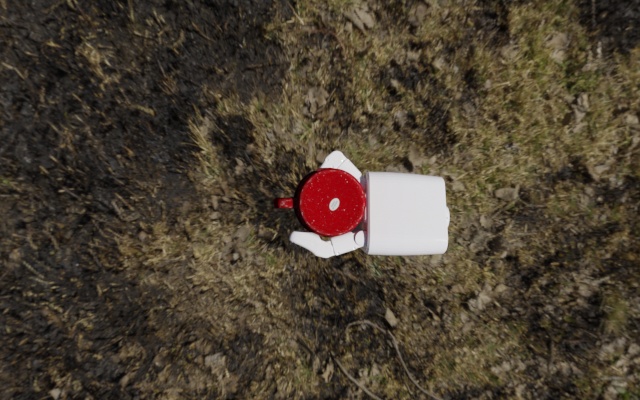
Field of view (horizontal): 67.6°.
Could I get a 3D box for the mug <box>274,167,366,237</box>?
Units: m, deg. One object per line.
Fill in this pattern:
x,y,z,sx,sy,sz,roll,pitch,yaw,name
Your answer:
-0.001,0.002,0.597,0.117,0.093,0.081,2,0,-3,mug
